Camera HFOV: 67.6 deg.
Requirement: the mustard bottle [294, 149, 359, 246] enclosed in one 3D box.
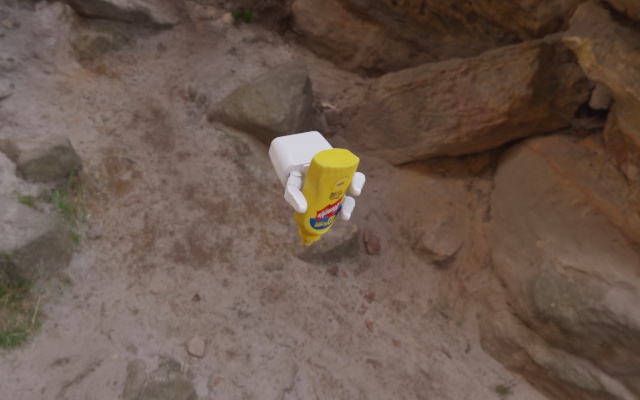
[{"bbox_3d":[0.000,0.003,0.851,0.058,0.192,0.096,39,36,28],"label":"mustard bottle"}]
